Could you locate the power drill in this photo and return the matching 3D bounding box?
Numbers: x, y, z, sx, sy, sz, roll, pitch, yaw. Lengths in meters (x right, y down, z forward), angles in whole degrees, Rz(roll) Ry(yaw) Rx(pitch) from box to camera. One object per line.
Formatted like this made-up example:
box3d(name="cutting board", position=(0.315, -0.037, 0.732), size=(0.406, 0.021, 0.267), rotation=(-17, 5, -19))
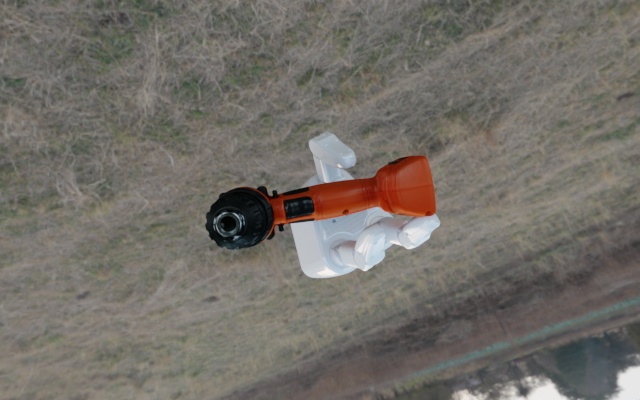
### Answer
box3d(name="power drill", position=(0.001, 0.001, 0.423), size=(0.187, 0.057, 0.184), rotation=(-9, 4, -2))
